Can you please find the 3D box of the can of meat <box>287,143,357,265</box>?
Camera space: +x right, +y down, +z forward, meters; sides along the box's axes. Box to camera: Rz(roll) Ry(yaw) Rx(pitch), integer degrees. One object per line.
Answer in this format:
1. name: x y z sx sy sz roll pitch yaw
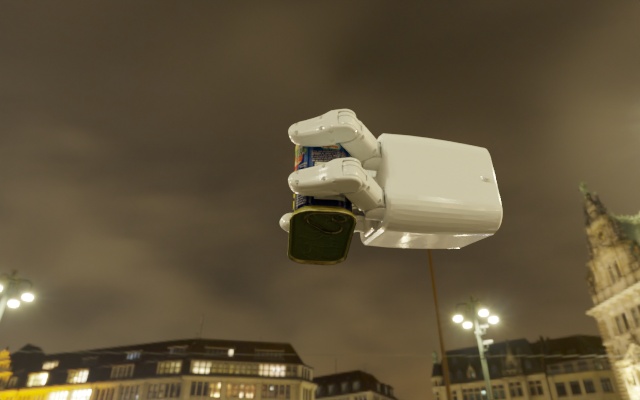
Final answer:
1. can of meat: 0.000 0.001 0.453 0.057 0.084 0.102 3 -33 -3
